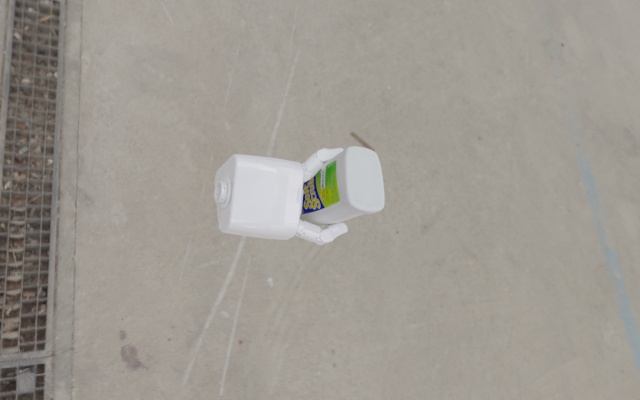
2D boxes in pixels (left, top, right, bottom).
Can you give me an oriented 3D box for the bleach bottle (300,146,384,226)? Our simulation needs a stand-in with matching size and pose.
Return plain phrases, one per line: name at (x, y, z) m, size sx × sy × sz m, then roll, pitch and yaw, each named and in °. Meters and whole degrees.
bleach bottle at (0.000, 0.002, 0.774) m, size 0.068 × 0.102 × 0.251 m, roll 7°, pitch -21°, yaw -30°
